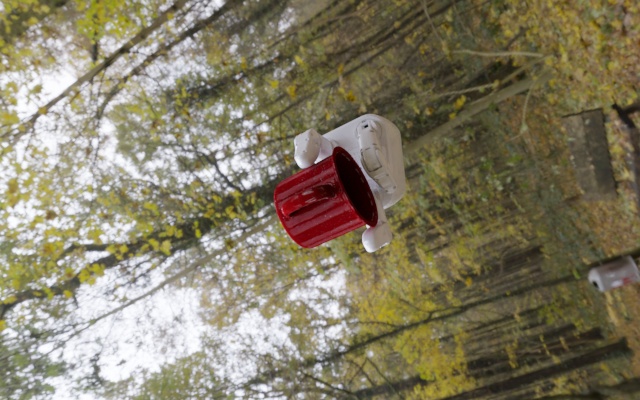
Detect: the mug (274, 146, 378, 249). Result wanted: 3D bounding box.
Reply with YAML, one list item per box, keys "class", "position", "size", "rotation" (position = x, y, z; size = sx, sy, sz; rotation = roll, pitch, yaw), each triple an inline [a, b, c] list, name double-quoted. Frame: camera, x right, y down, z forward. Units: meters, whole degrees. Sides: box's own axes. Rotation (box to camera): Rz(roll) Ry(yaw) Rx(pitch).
- class: "mug"
  position: [-0.001, 0.002, 0.502]
  size: [0.081, 0.093, 0.117]
  rotation: [-26, -7, 21]
